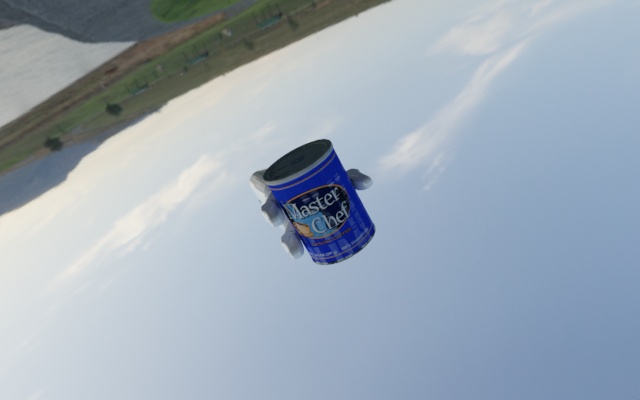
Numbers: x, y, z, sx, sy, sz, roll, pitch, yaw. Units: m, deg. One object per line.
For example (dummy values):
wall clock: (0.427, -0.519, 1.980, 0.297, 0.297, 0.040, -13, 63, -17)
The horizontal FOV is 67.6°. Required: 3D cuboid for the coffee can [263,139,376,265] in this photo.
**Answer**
coffee can: (0.000, 0.002, 0.652, 0.103, 0.140, 0.102, -25, 22, 11)
